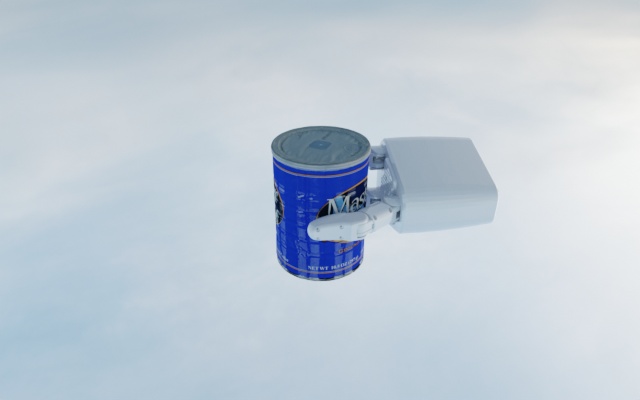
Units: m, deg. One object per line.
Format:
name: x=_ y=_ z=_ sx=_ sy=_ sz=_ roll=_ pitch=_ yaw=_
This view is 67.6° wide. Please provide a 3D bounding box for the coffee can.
coffee can: x=0.000 y=0.002 z=0.524 sx=0.103 sy=0.140 sz=0.102 roll=0 pitch=30 yaw=0
